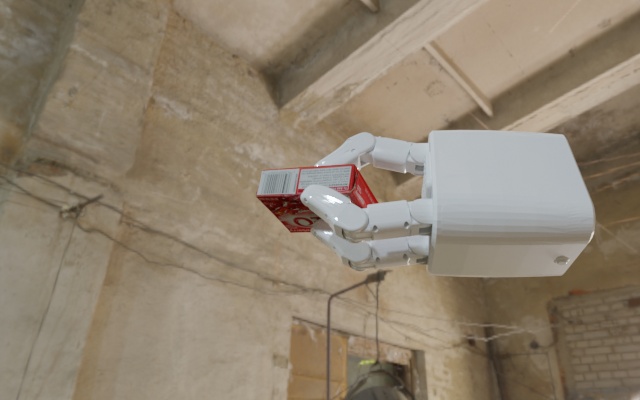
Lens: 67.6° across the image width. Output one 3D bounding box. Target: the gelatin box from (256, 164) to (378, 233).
[{"bbox_3d":[0.000,0.001,0.416,0.089,0.030,0.073,-2,-29,23],"label":"gelatin box"}]
